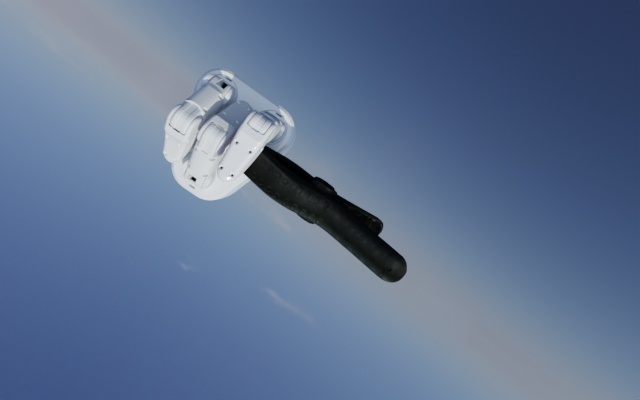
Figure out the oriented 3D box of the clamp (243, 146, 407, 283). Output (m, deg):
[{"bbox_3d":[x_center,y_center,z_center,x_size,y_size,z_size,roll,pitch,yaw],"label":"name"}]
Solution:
[{"bbox_3d":[0.000,0.002,0.424,0.171,0.039,0.120,38,4,-3],"label":"clamp"}]
